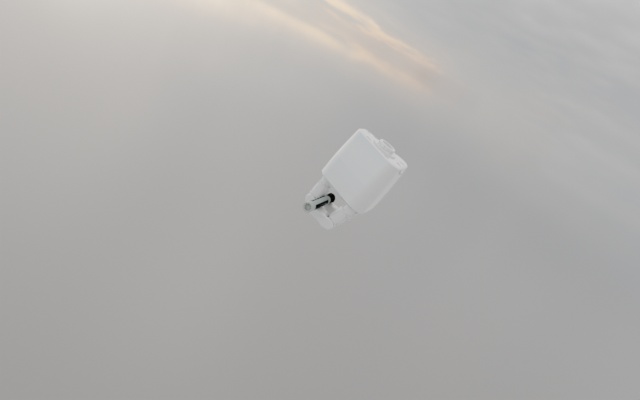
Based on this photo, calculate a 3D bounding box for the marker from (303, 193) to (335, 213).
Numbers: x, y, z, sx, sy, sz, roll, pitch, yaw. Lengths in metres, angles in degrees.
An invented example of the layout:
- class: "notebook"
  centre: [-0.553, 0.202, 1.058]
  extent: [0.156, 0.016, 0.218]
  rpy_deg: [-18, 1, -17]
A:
- class: "marker"
  centre: [0.000, 0.003, 0.857]
  extent: [0.020, 0.020, 0.121]
  rpy_deg: [0, 8, 22]
